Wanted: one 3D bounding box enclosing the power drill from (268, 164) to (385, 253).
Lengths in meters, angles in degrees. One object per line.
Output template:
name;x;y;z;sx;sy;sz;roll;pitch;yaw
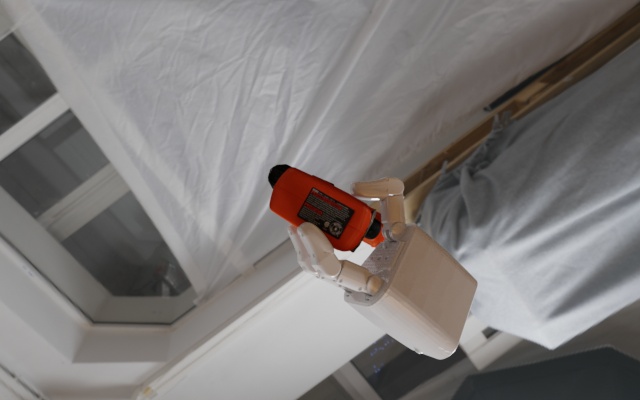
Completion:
power drill;0.000;0.002;0.576;0.184;0.057;0.187;27;5;9
